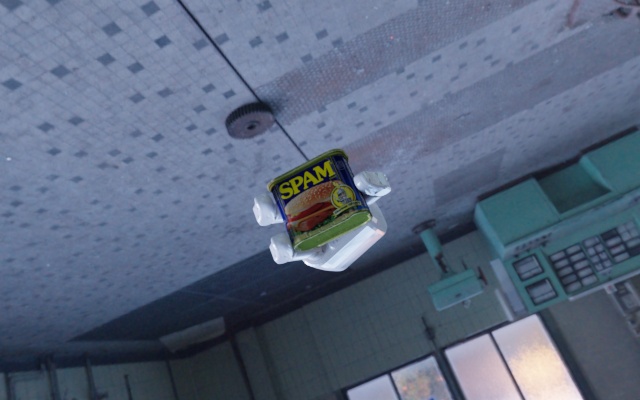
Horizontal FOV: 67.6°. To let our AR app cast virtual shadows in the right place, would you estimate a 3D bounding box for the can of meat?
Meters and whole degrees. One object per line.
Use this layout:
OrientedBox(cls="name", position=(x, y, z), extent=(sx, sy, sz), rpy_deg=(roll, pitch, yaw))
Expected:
OrientedBox(cls="can of meat", position=(0.000, 0.002, 0.558), extent=(0.102, 0.084, 0.057), rpy_deg=(-27, -20, 10))
